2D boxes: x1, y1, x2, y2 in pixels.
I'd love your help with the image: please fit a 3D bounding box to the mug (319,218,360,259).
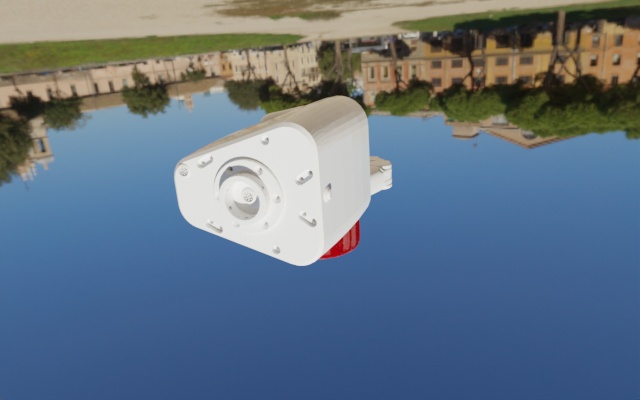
[{"bbox_3d":[0.001,0.001,0.469,0.093,0.081,0.117,3,18,21],"label":"mug"}]
